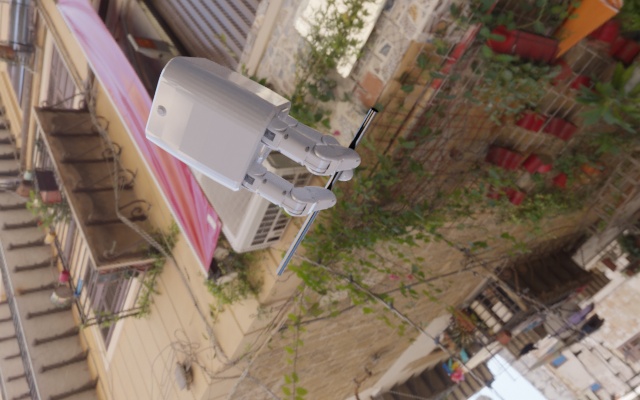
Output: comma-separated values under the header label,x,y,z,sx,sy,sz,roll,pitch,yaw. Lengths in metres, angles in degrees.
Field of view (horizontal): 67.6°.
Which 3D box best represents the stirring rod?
label,x,y,z,sx,sy,sz,roll,pitch,yaw
stirring rod,0.000,0.002,0.515,0.011,0.240,0.011,20,35,-15
